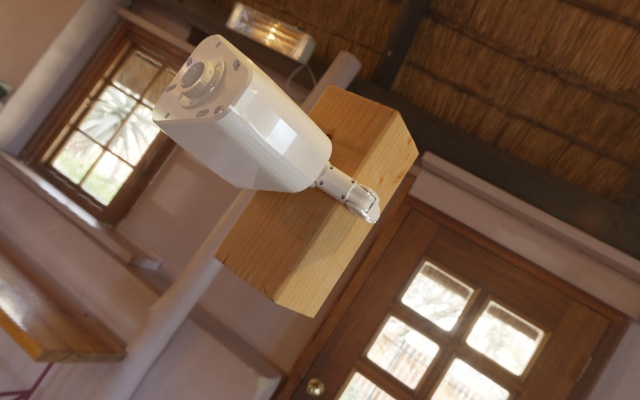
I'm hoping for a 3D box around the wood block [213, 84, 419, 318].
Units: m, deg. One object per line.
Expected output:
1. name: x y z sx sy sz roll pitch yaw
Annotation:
1. wood block: 0.000 0.001 0.483 0.090 0.206 0.090 30 -7 32
